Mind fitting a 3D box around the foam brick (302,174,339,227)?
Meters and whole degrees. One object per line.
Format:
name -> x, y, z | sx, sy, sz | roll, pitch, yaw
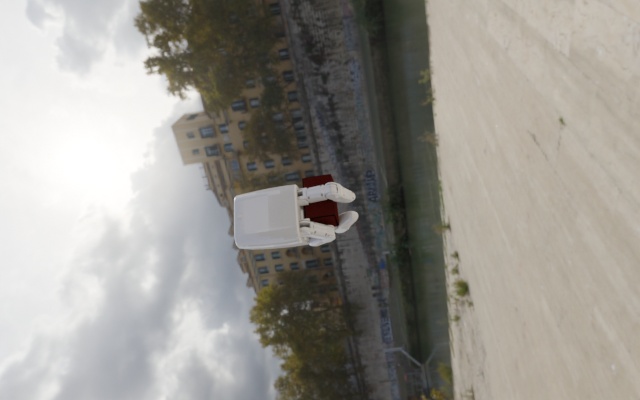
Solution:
foam brick -> 0.000, 0.002, 0.805 | 0.051, 0.078, 0.053 | -8, -25, 7
